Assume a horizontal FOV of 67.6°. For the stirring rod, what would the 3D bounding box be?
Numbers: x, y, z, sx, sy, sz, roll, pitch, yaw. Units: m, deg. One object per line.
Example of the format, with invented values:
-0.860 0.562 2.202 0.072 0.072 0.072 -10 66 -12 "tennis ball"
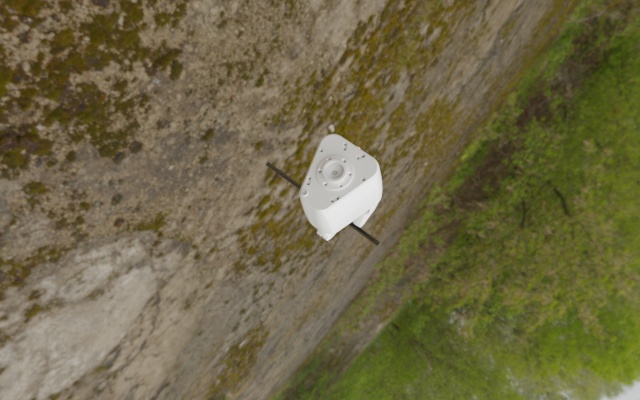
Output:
0.000 0.003 0.806 0.239 0.011 0.011 36 11 16 "stirring rod"
